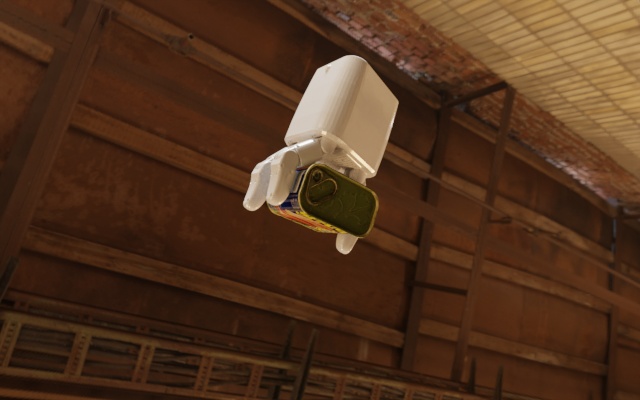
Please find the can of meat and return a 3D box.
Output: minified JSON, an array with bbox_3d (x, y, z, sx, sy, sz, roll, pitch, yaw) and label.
[{"bbox_3d":[0.000,0.002,0.545,0.102,0.057,0.084,25,-14,-30],"label":"can of meat"}]
